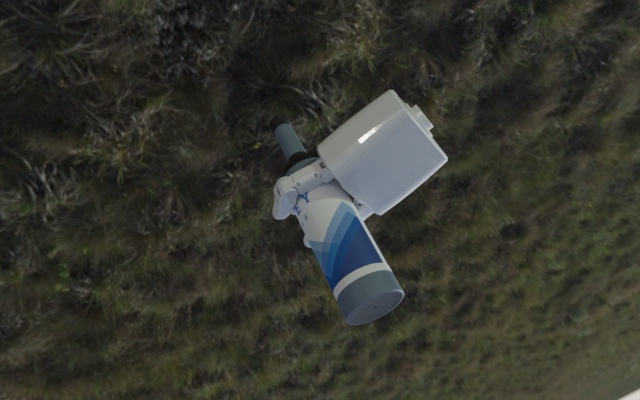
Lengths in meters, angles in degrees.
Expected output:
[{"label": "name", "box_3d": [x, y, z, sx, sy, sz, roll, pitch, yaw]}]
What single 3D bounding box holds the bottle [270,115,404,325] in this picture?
[{"label": "bottle", "box_3d": [0.000, 0.002, 0.572, 0.069, 0.295, 0.069, -19, -34, -13]}]
